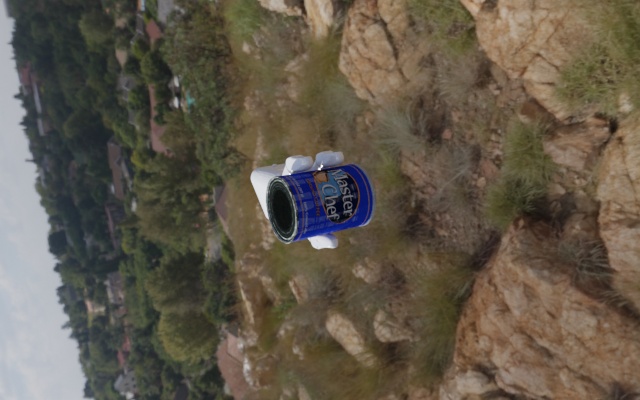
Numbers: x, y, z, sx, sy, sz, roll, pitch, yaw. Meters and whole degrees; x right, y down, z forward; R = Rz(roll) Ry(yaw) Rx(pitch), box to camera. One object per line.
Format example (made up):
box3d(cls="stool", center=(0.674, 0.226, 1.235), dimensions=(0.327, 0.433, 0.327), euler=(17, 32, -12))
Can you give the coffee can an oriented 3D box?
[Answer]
box3d(cls="coffee can", center=(0.000, 0.002, 0.740), dimensions=(0.140, 0.103, 0.103), euler=(-11, 5, -29))
